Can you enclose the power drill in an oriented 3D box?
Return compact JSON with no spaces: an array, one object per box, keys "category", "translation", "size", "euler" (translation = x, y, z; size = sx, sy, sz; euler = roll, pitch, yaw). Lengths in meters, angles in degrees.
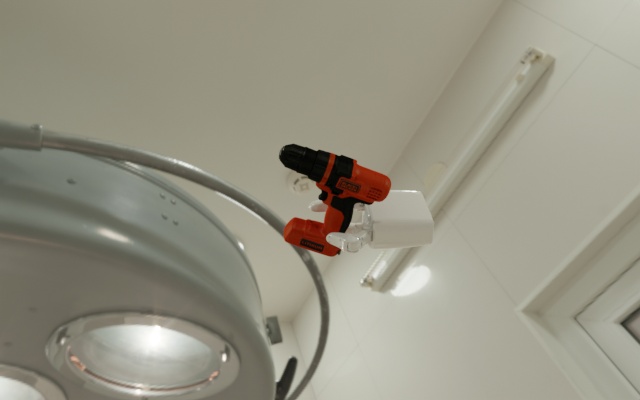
[{"category":"power drill","translation":[0.000,0.003,0.793],"size":[0.184,0.188,0.057],"euler":[20,41,-7]}]
